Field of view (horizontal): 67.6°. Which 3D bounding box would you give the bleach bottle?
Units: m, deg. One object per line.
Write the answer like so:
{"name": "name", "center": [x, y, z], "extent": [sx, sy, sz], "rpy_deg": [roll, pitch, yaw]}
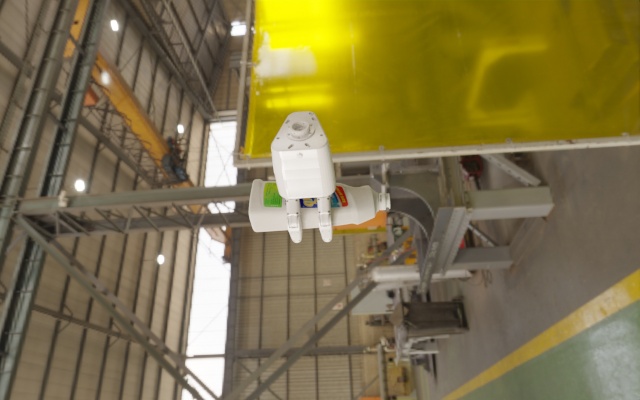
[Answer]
{"name": "bleach bottle", "center": [0.000, 0.003, 0.878], "extent": [0.251, 0.102, 0.068], "rpy_deg": [-4, -45, 5]}
